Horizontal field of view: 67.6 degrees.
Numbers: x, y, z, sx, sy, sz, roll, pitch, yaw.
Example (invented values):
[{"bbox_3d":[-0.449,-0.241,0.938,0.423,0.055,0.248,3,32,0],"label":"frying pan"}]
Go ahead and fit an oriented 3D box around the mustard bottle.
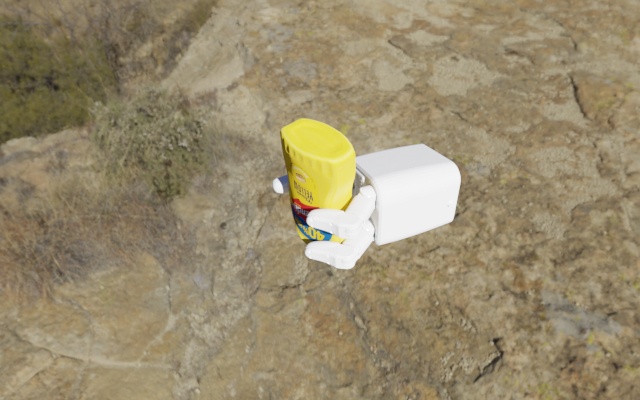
[{"bbox_3d":[0.000,0.002,0.579,0.058,0.192,0.096,-34,50,-28],"label":"mustard bottle"}]
